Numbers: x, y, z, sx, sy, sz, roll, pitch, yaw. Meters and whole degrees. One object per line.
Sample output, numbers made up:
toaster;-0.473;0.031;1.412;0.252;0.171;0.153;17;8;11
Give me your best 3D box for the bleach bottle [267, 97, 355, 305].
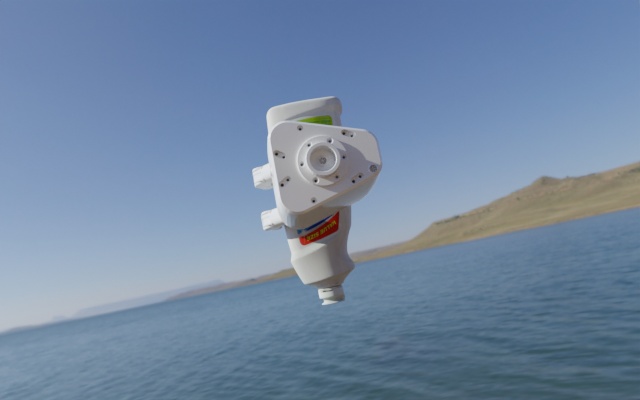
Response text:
bleach bottle;0.000;0.002;0.604;0.102;0.251;0.068;-11;-8;-5
